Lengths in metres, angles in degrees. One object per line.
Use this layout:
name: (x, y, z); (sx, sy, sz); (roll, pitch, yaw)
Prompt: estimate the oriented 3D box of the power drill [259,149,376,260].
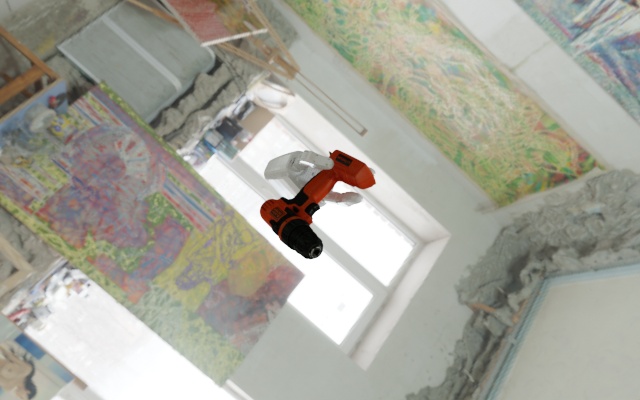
power drill: (0.000, 0.002, 0.802); (0.187, 0.057, 0.184); (-39, 37, -11)
